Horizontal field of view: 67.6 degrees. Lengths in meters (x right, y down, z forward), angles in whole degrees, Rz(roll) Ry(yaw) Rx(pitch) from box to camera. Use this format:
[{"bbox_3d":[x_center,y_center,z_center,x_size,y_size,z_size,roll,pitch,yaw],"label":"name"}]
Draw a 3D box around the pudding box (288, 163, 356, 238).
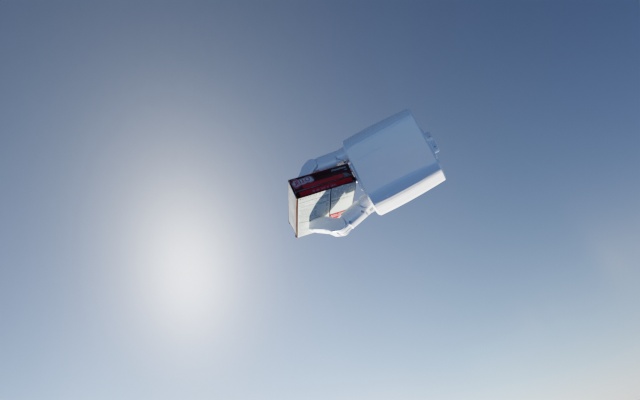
[{"bbox_3d":[0.000,0.002,0.691,0.090,0.039,0.114,-16,-33,-14],"label":"pudding box"}]
